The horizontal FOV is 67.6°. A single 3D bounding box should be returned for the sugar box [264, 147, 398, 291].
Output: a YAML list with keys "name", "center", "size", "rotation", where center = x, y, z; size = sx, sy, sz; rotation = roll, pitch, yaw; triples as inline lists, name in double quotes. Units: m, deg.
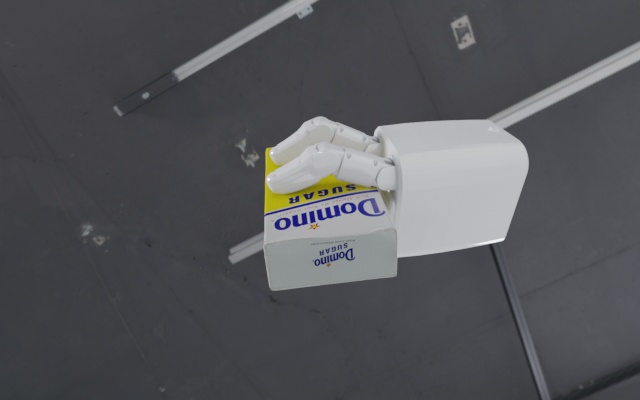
- name: "sugar box"
  center: [0.000, 0.001, 0.402]
  size: [0.093, 0.048, 0.176]
  rotation: [-6, 26, -4]
